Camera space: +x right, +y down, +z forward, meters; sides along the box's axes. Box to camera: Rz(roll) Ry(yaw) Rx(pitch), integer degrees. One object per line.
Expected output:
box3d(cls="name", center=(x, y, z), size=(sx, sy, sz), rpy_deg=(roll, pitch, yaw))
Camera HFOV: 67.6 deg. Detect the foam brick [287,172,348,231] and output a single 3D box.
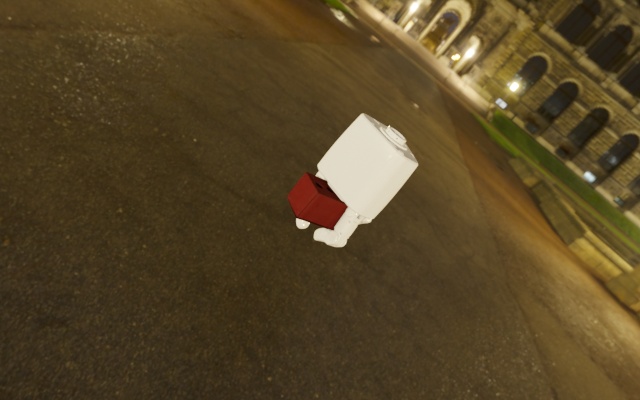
box3d(cls="foam brick", center=(0.000, 0.002, 0.702), size=(0.078, 0.051, 0.053), rpy_deg=(21, 28, -39))
